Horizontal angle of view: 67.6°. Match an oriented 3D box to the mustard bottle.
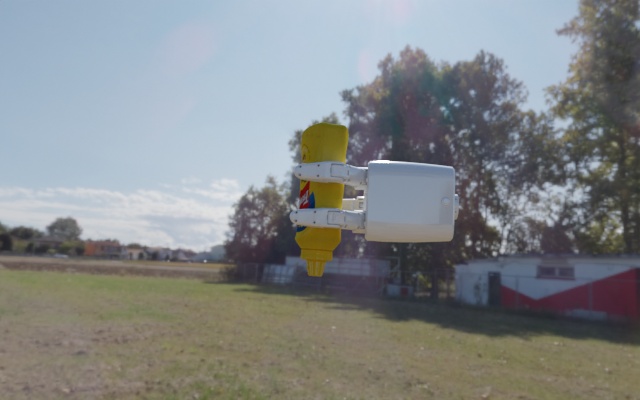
[{"bbox_3d":[0.000,0.002,0.623,0.058,0.191,0.096,6,-7,-17],"label":"mustard bottle"}]
